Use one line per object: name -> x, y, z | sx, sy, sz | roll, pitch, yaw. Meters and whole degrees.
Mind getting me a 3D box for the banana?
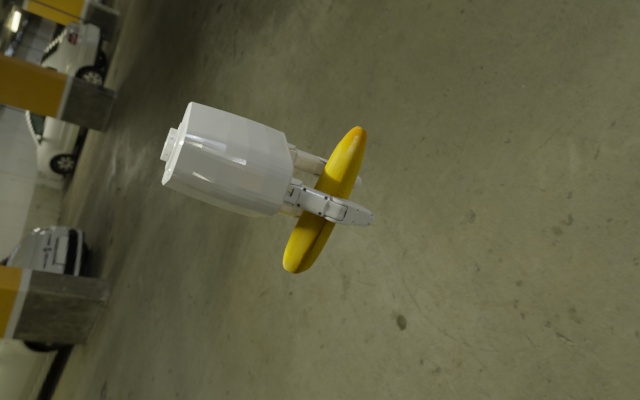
banana -> -0.002, 0.014, 0.513 | 0.037, 0.198, 0.069 | 21, 30, -10
